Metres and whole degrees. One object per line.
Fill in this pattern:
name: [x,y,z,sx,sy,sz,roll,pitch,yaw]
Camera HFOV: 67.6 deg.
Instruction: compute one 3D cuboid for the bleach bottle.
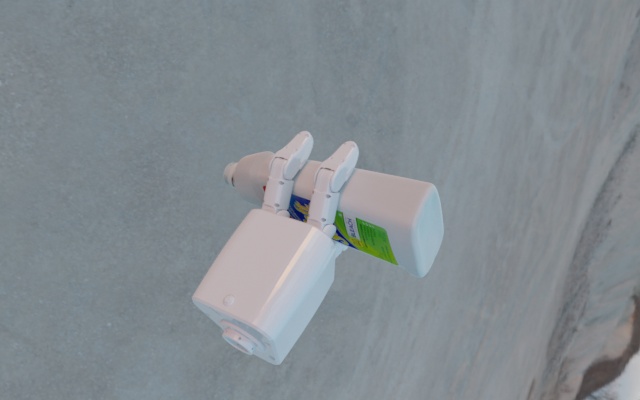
bleach bottle: [0.000,0.002,0.517,0.251,0.068,0.103,15,-32,30]
